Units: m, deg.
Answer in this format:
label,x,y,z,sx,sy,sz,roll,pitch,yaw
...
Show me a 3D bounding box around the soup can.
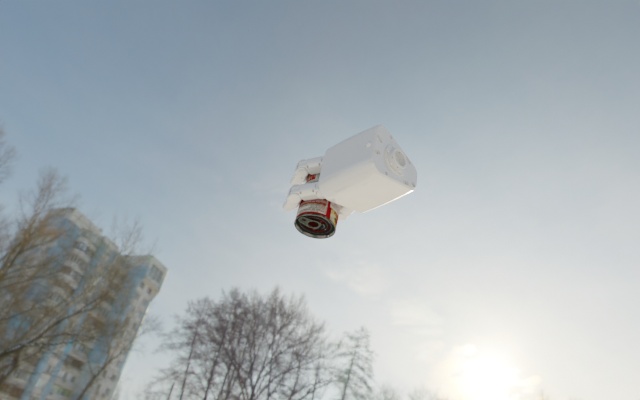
label,x,y,z,sx,sy,sz,roll,pitch,yaw
soup can,0.000,0.003,0.790,0.068,0.102,0.069,8,-35,6
